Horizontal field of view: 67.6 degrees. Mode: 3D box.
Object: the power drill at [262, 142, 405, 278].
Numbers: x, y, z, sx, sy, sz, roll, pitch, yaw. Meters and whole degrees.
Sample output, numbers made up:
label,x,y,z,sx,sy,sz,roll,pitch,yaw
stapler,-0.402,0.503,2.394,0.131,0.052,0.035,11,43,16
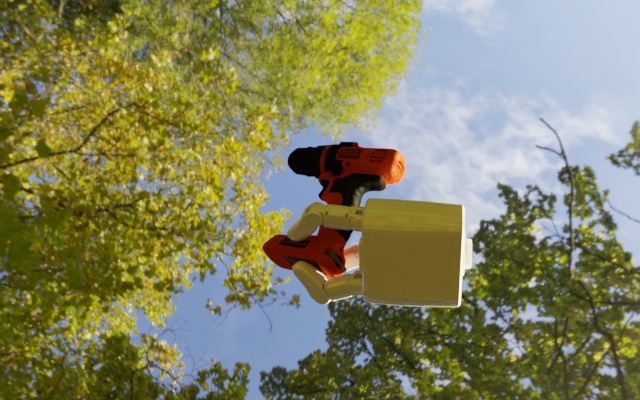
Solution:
label,x,y,z,sx,sy,sz,roll,pitch,yaw
power drill,0.000,0.002,0.626,0.184,0.187,0.057,5,-32,38
